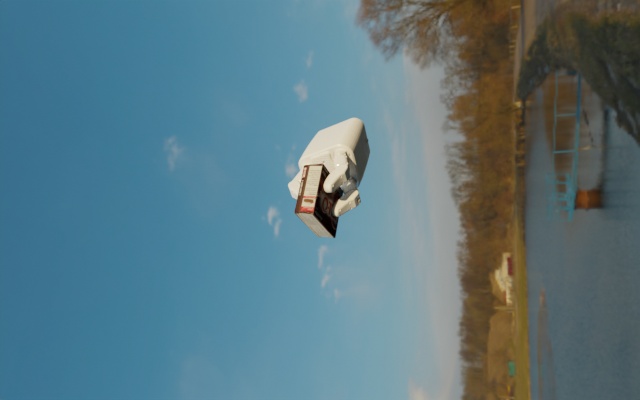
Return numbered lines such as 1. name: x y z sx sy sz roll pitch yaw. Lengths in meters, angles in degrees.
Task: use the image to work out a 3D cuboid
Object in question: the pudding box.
1. pudding box: 0.000 0.003 0.800 0.039 0.090 0.113 0 -24 24
